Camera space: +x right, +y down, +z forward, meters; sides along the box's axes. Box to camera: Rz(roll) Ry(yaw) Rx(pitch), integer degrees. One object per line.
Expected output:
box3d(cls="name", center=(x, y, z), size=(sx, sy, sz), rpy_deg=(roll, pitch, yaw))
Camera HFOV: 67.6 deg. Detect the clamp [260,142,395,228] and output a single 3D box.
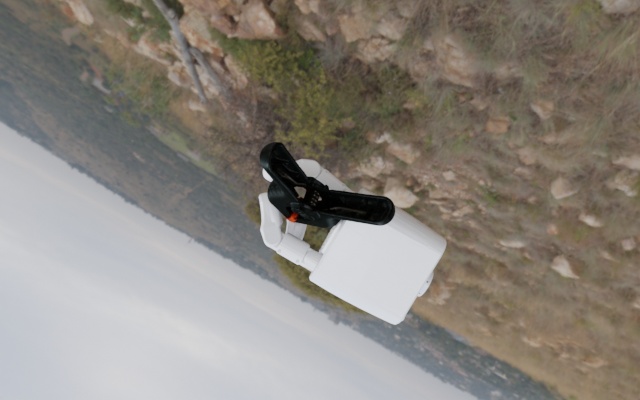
box3d(cls="clamp", center=(0.000, 0.002, 0.453), size=(0.120, 0.039, 0.171), rpy_deg=(30, -12, 1))
